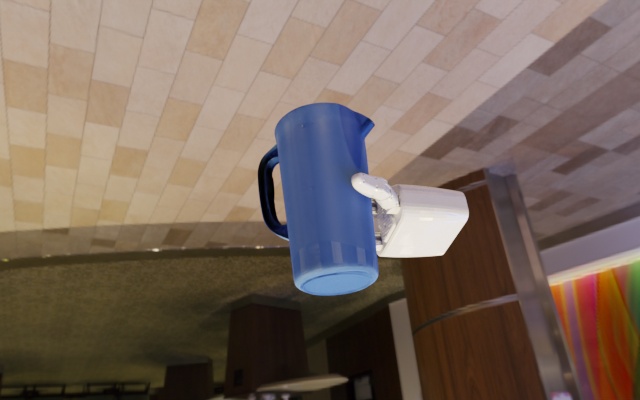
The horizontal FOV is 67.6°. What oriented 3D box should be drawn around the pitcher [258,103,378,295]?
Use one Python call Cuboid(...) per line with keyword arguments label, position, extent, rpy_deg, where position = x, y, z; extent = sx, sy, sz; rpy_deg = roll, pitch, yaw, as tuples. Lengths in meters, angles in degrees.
Cuboid(label="pitcher", position=(0.000, 0.002, 0.657), extent=(0.145, 0.242, 0.149), rpy_deg=(4, -28, -19))
